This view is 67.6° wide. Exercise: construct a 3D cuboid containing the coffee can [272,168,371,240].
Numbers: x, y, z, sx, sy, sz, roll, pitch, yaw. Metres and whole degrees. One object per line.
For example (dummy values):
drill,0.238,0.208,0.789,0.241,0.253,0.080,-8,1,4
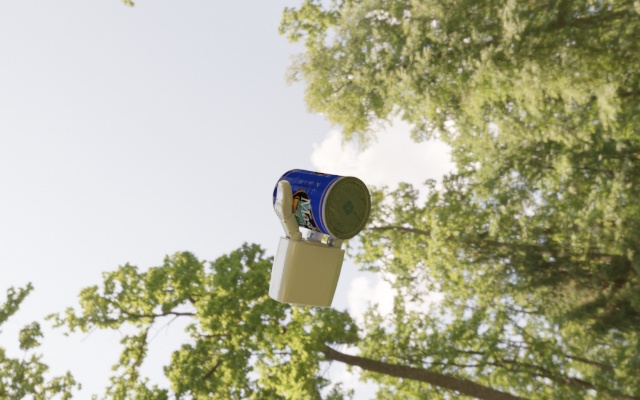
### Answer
coffee can,0.000,0.002,0.808,0.103,0.103,0.140,0,8,-41
